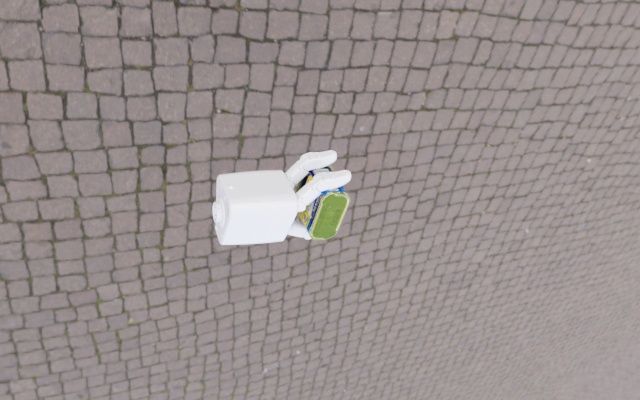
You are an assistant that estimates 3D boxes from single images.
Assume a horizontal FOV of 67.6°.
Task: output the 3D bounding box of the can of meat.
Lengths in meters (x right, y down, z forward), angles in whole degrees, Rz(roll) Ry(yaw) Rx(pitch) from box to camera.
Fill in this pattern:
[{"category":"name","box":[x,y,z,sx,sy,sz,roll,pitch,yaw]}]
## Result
[{"category":"can of meat","box":[0.000,0.003,0.790,0.057,0.102,0.084,1,37,-27]}]
